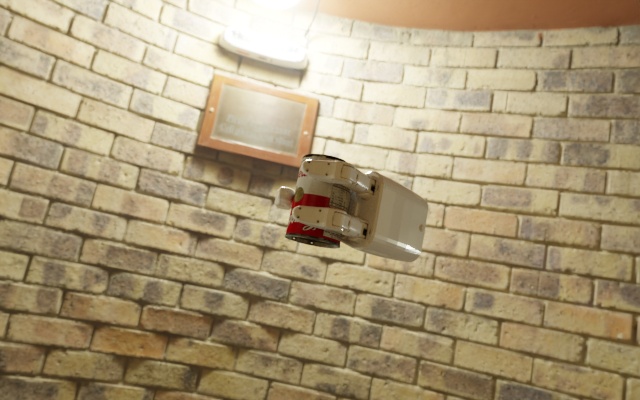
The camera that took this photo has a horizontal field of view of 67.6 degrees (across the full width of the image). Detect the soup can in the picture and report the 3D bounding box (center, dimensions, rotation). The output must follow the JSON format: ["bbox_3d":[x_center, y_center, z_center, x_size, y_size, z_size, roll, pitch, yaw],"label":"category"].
[{"bbox_3d":[0.000,0.001,0.581,0.068,0.102,0.068,11,-11,2],"label":"soup can"}]
